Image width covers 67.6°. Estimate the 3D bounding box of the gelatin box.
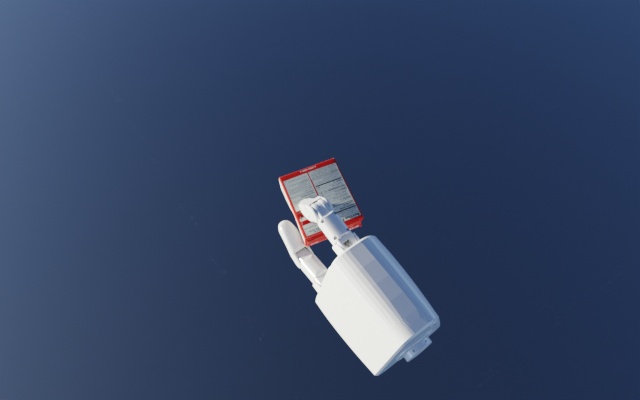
[{"bbox_3d":[0.000,0.001,0.570,0.073,0.089,0.030,-21,-23,-9],"label":"gelatin box"}]
